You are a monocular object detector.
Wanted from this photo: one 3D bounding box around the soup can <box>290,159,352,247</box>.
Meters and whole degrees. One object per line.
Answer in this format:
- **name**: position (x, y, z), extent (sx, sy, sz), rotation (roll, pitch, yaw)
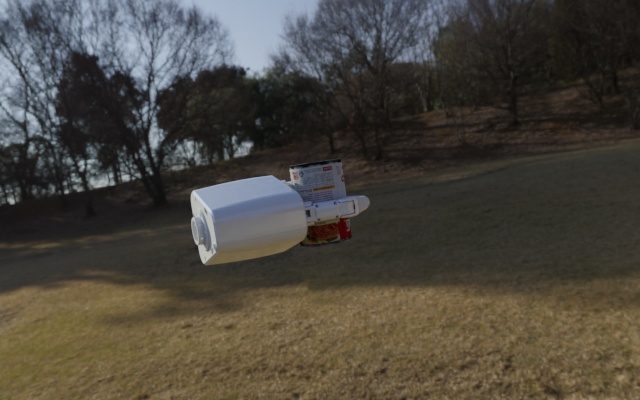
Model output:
- **soup can**: position (0.001, 0.002, 0.605), extent (0.068, 0.102, 0.068), rotation (-8, 5, 1)
